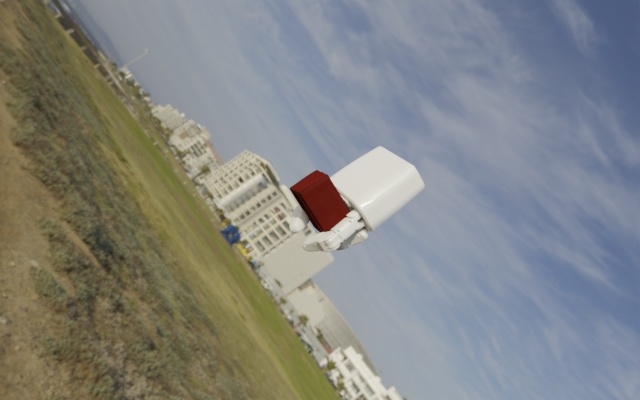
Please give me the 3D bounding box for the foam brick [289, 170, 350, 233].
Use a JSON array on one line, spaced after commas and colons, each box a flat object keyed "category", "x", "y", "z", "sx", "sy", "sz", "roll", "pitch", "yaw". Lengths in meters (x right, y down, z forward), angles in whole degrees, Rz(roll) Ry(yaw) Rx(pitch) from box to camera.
[{"category": "foam brick", "x": 0.000, "y": 0.002, "z": 0.695, "sx": 0.051, "sy": 0.078, "sz": 0.053, "roll": -35, "pitch": 21, "yaw": -9}]
